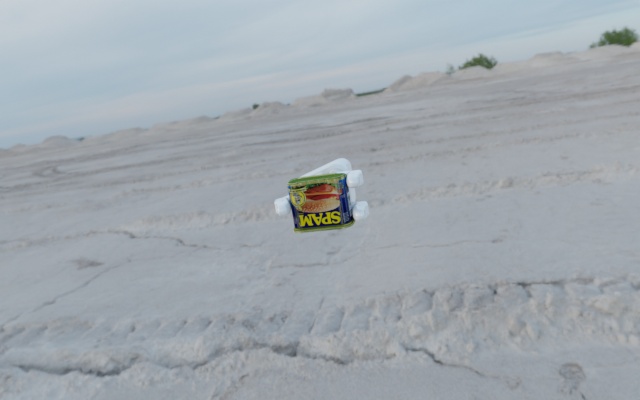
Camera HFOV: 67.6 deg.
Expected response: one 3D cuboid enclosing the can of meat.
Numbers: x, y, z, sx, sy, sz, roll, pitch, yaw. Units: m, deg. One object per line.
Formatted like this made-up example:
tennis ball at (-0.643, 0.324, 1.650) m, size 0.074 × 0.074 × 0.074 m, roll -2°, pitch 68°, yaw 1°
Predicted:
can of meat at (0.000, 0.002, 0.782) m, size 0.102 × 0.084 × 0.057 m, roll -6°, pitch 12°, yaw 15°
